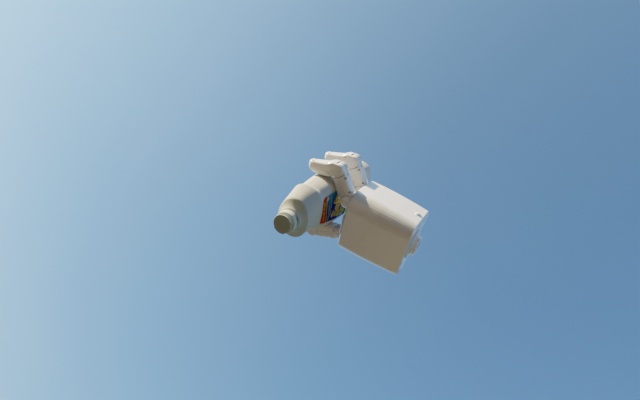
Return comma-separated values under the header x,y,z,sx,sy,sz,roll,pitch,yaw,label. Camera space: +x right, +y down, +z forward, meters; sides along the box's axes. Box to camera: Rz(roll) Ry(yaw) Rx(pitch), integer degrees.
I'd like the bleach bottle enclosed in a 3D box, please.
x,y,z,sx,sy,sz,roll,pitch,yaw,label
0.000,0.002,0.761,0.068,0.103,0.250,28,28,17,bleach bottle
